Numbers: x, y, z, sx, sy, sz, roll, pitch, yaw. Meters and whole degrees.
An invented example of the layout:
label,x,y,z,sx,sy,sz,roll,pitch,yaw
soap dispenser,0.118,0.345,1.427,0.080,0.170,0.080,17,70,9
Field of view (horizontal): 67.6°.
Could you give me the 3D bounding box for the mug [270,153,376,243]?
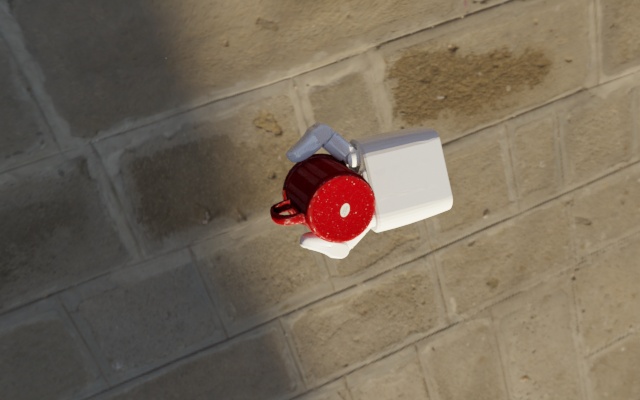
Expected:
label,x,y,z,sx,sy,sz,roll,pitch,yaw
mug,-0.001,0.002,0.543,0.117,0.093,0.081,-15,20,-15
